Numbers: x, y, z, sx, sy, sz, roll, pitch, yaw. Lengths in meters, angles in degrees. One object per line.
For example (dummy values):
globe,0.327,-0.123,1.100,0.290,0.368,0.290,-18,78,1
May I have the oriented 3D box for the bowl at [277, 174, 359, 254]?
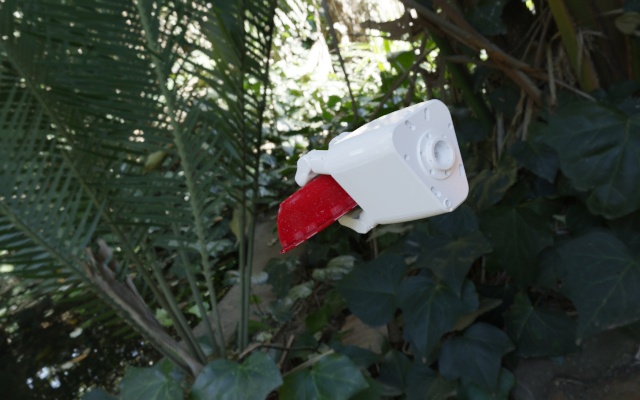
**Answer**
bowl,-0.001,0.002,0.623,0.162,0.055,0.162,-35,0,0
